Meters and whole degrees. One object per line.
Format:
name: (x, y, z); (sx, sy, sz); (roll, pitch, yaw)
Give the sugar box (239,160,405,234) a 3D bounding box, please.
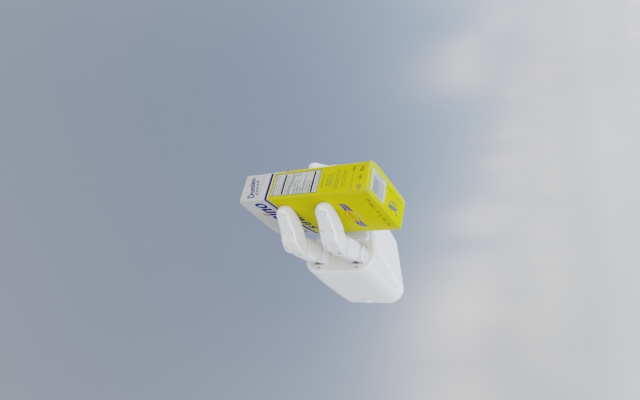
sugar box: (0.000, 0.002, 0.569); (0.176, 0.048, 0.093); (-8, -34, 32)
